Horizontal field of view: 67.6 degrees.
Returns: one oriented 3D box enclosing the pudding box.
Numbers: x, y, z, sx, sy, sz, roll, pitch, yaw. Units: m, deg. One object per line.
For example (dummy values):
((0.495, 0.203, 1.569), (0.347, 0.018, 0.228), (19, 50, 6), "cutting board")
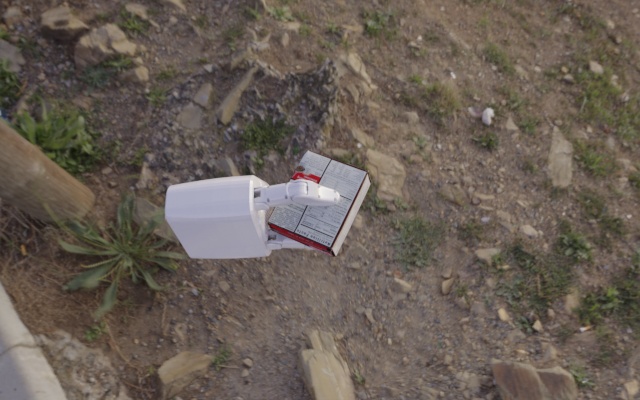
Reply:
((0.000, 0.002, 0.589), (0.090, 0.113, 0.039), (22, -16, 17), "pudding box")
